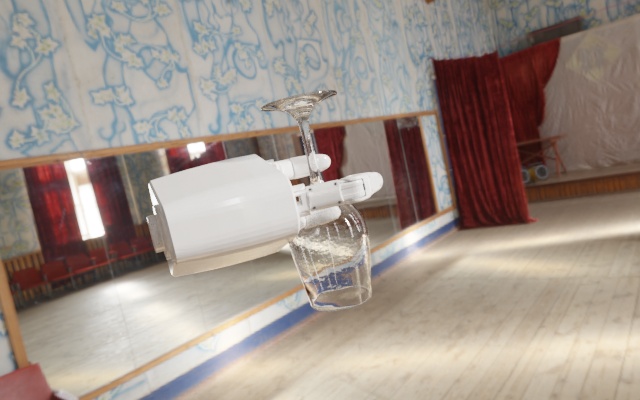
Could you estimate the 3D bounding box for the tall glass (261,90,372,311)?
[{"bbox_3d":[0.000,0.001,0.463,0.079,0.201,0.079,-12,5,1],"label":"tall glass"}]
